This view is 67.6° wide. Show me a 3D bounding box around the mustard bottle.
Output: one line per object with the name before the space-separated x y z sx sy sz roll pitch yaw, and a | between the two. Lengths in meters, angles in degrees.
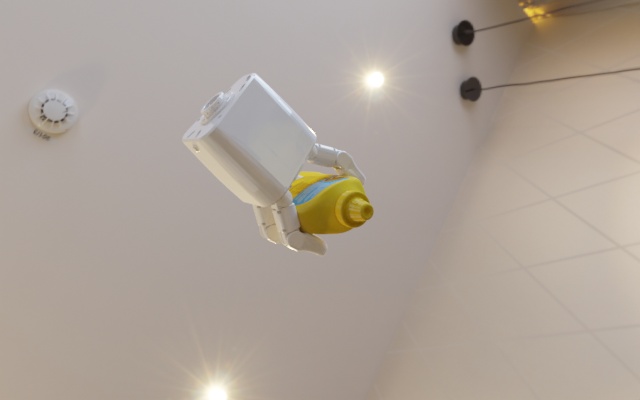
mustard bottle | 0.000 0.002 0.586 0.096 0.058 0.191 -28 19 -26
